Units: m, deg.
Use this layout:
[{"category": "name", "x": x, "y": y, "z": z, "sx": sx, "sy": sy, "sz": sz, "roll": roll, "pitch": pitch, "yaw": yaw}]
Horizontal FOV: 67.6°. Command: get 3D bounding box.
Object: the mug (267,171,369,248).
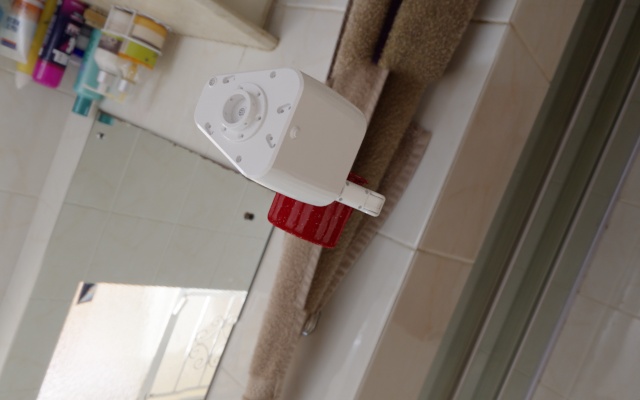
[{"category": "mug", "x": 0.001, "y": 0.002, "z": 0.524, "sx": 0.093, "sy": 0.081, "sz": 0.117, "roll": 24, "pitch": 2, "yaw": 34}]
